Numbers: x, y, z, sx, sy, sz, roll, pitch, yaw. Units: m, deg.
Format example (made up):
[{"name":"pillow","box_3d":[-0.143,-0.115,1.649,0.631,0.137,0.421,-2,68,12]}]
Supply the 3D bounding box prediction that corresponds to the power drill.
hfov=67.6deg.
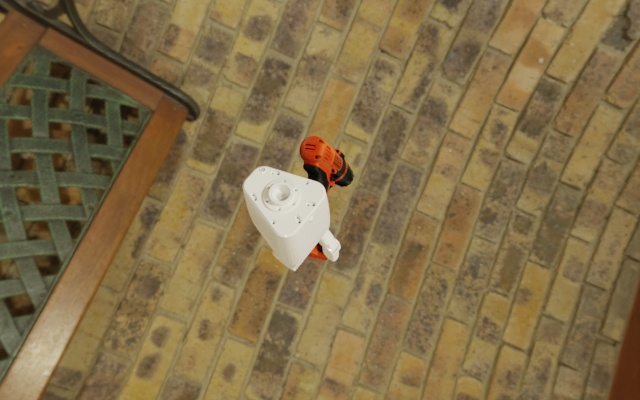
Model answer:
[{"name":"power drill","box_3d":[0.000,0.003,0.810,0.057,0.187,0.184,7,-11,25]}]
